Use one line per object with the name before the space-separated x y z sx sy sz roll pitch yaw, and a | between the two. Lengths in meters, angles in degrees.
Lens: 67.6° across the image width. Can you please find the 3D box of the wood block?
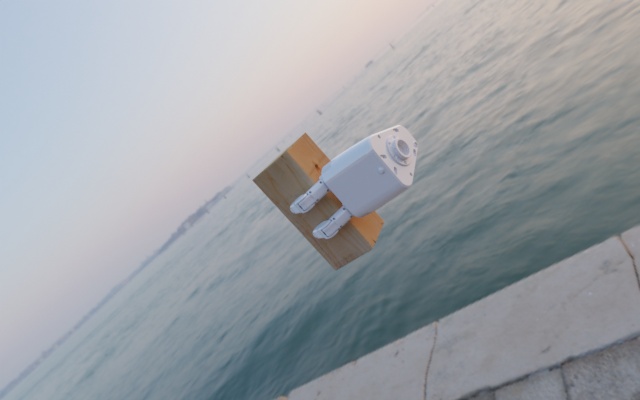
wood block | 0.000 0.002 0.799 0.090 0.206 0.090 -36 10 33
